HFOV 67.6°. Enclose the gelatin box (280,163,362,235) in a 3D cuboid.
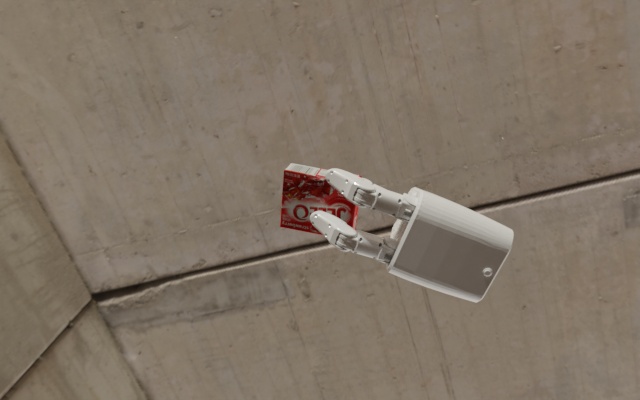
[{"bbox_3d":[0.000,0.002,0.553,0.089,0.073,0.030,11,24,12],"label":"gelatin box"}]
